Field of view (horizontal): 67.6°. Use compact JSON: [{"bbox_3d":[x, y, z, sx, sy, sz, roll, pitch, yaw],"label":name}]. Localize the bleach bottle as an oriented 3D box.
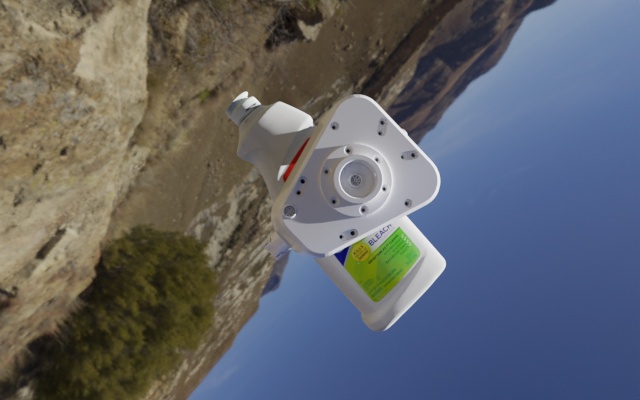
[{"bbox_3d":[0.000,0.001,0.462,0.102,0.251,0.068,-44,2,-6],"label":"bleach bottle"}]
